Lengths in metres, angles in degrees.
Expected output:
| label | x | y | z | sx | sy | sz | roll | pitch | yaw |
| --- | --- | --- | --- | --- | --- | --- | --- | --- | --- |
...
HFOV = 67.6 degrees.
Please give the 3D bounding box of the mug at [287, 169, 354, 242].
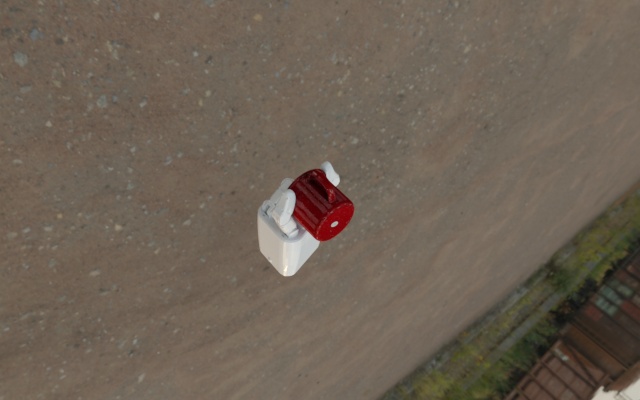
| label | x | y | z | sx | sy | sz | roll | pitch | yaw |
| --- | --- | --- | --- | --- | --- | --- | --- | --- | --- |
| mug | 0.000 | 0.002 | 0.744 | 0.093 | 0.117 | 0.081 | -29 | 58 | -29 |
